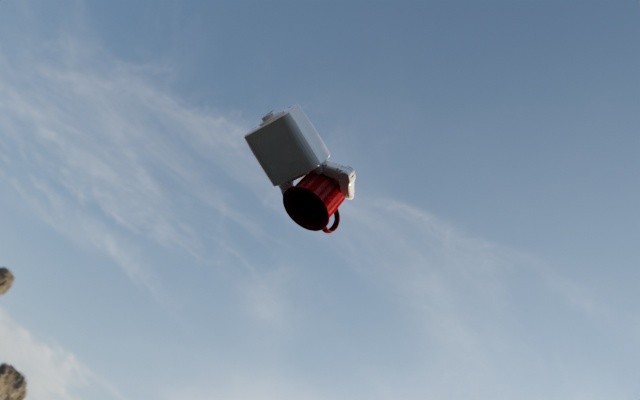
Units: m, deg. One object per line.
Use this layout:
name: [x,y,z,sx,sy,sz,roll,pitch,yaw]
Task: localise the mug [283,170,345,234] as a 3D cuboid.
mug: [0.001,0.004,0.842,0.093,0.117,0.081,-14,24,43]
